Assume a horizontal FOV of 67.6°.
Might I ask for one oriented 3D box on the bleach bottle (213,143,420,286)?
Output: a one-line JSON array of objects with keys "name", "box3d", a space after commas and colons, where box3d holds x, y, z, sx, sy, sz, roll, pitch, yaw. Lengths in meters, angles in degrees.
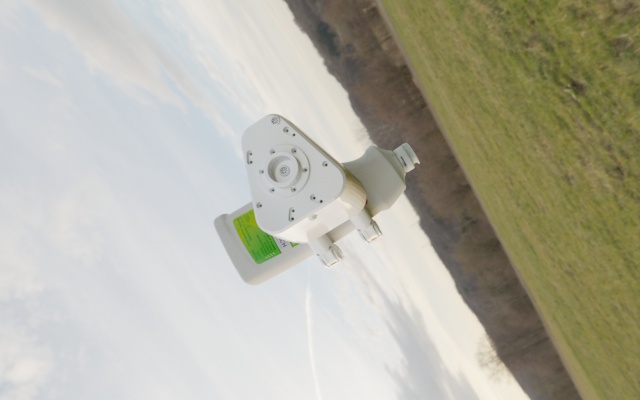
[{"name": "bleach bottle", "box3d": [0.000, 0.002, 0.583, 0.251, 0.102, 0.068, -32, -13, 8]}]
